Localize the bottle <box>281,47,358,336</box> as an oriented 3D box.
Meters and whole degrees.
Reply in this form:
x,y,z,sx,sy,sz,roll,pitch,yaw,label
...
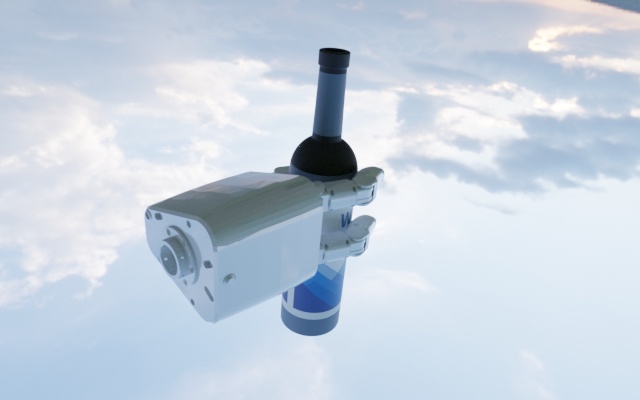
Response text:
x,y,z,sx,sy,sz,roll,pitch,yaw,label
0.000,0.002,0.477,0.069,0.296,0.069,4,27,-2,bottle
